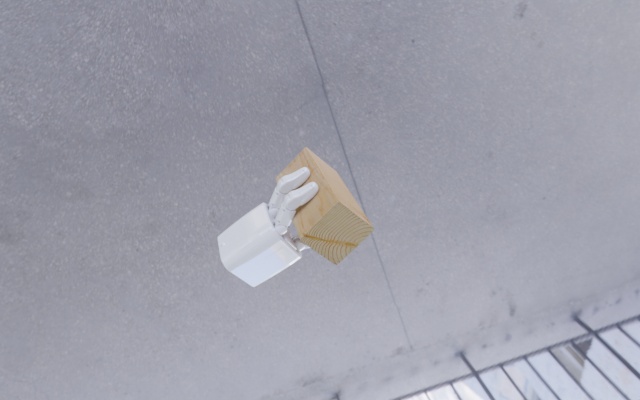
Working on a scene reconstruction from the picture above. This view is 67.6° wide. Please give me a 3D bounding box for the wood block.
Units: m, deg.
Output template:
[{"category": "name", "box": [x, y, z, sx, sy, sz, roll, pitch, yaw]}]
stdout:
[{"category": "wood block", "box": [0.000, 0.003, 0.833, 0.091, 0.090, 0.206, 38, 13, -32]}]
